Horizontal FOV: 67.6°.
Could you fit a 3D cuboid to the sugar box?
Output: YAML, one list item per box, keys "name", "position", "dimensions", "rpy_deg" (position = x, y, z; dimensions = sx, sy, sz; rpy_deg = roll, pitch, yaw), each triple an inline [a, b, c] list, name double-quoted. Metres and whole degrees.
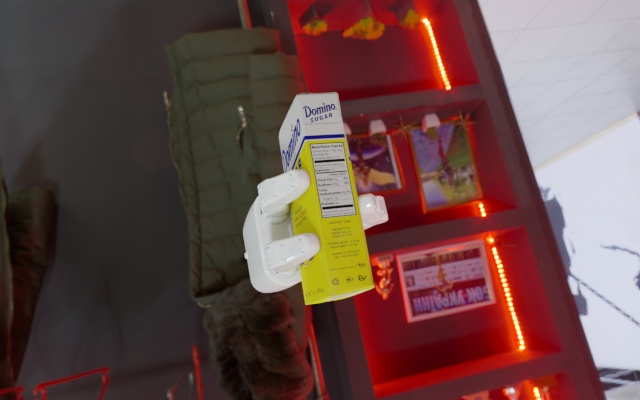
- name: "sugar box"
  position: [0.000, 0.002, 0.437]
  dimensions: [0.048, 0.176, 0.093]
  rpy_deg: [-8, -14, -18]
